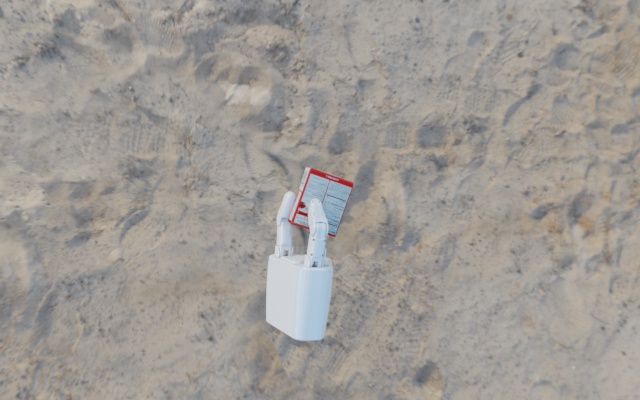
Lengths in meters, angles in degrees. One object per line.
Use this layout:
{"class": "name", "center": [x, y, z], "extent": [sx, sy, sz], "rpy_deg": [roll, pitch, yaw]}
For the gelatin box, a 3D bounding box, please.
{"class": "gelatin box", "center": [0.000, 0.002, 0.717], "extent": [0.073, 0.089, 0.030], "rpy_deg": [18, 4, -18]}
